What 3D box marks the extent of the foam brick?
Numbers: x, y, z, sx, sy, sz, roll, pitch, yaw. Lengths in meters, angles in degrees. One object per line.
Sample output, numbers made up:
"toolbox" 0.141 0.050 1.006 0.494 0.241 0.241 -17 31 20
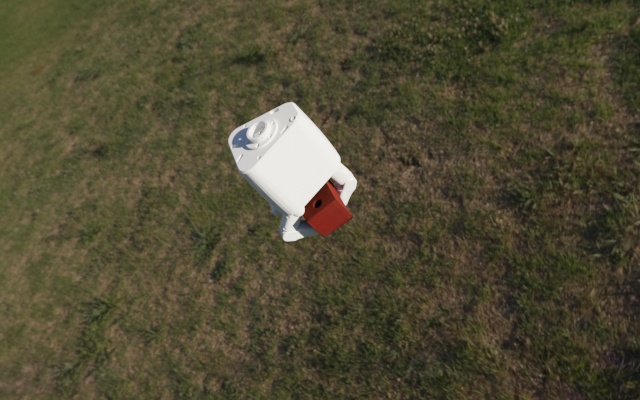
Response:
"foam brick" 0.000 0.002 0.686 0.053 0.078 0.051 -37 -43 8
